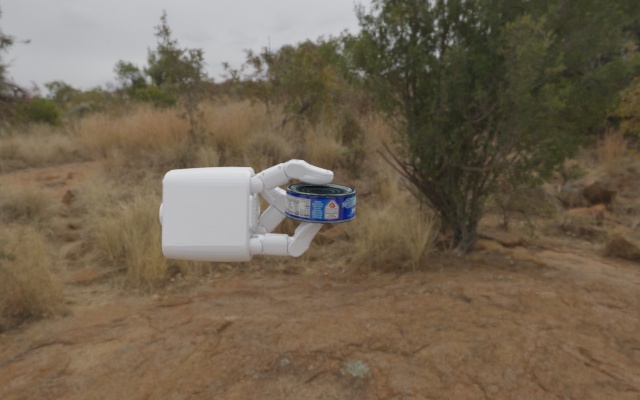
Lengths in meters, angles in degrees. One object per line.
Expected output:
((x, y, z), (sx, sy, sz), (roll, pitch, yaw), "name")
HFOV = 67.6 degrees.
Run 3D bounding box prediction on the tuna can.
((0.000, 0.001, 0.574), (0.086, 0.034, 0.086), (3, 11, -1), "tuna can")
